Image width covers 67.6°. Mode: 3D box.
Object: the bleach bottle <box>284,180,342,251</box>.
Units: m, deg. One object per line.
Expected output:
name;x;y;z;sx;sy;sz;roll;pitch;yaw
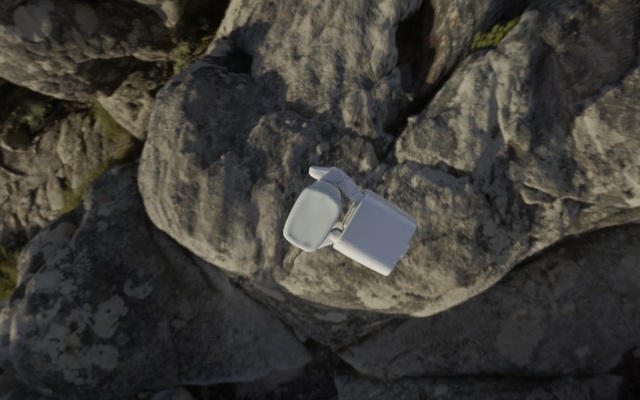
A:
bleach bottle;0.000;0.003;0.830;0.068;0.102;0.250;30;15;-1
